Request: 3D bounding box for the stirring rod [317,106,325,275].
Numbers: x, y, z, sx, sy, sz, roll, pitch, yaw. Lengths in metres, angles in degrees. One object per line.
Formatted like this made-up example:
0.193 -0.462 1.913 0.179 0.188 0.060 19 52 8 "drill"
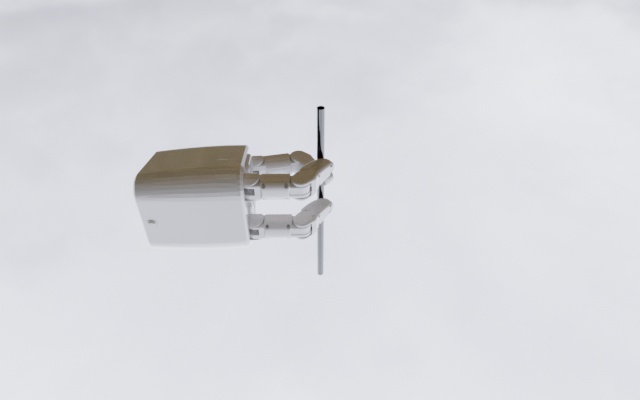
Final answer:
0.000 0.002 0.544 0.011 0.240 0.011 0 40 0 "stirring rod"
